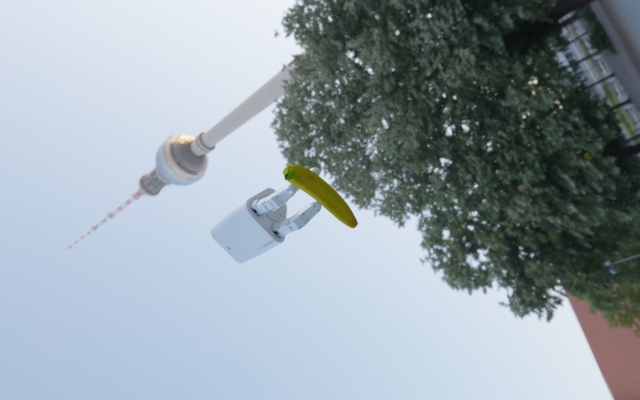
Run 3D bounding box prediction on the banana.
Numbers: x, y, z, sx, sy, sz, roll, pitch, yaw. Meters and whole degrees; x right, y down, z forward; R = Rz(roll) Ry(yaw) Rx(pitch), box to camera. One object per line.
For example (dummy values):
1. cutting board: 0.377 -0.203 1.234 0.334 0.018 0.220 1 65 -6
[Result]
1. banana: -0.005 -0.013 0.836 0.037 0.069 0.198 -34 -45 24
